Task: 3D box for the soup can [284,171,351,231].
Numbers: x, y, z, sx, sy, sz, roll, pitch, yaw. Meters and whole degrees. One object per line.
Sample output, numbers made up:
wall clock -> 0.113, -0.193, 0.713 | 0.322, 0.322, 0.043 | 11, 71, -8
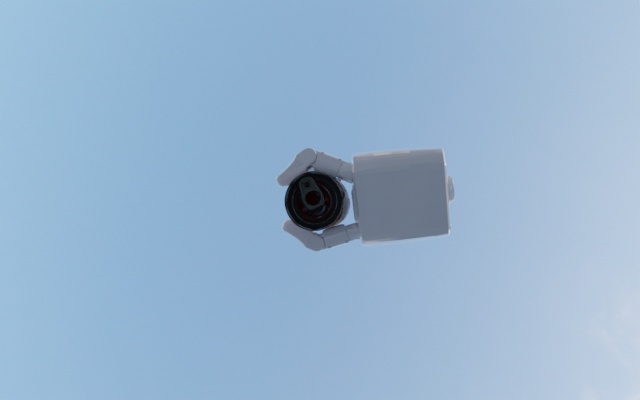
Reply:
soup can -> 0.000, 0.002, 0.586 | 0.068, 0.068, 0.102 | 0, -2, 9
